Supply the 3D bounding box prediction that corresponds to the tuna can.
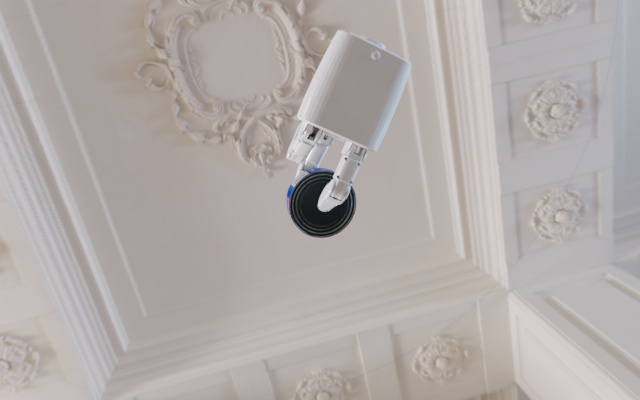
[{"bbox_3d":[0.000,0.002,0.607,0.086,0.086,0.033,0,12,-12],"label":"tuna can"}]
